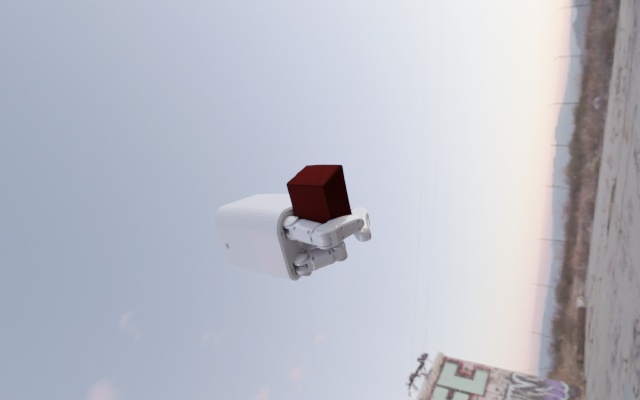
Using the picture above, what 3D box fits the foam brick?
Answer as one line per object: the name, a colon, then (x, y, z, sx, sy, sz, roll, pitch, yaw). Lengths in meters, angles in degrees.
foam brick: (0.000, 0.002, 0.573, 0.051, 0.078, 0.053, 5, 32, 30)
